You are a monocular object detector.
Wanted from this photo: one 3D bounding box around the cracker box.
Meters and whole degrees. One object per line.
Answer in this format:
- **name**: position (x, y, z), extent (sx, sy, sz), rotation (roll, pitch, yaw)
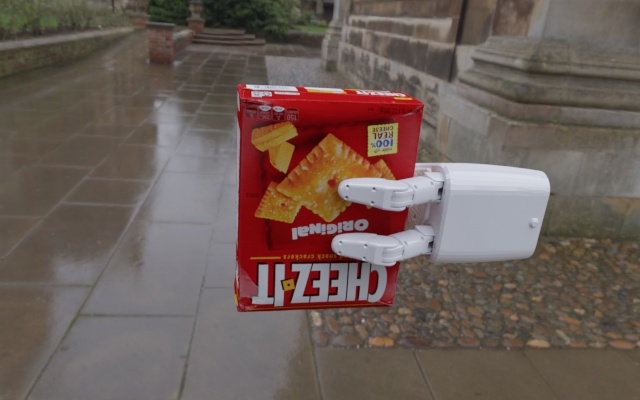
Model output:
- **cracker box**: position (0.000, 0.001, 0.466), extent (0.164, 0.214, 0.072), rotation (1, 21, -11)
